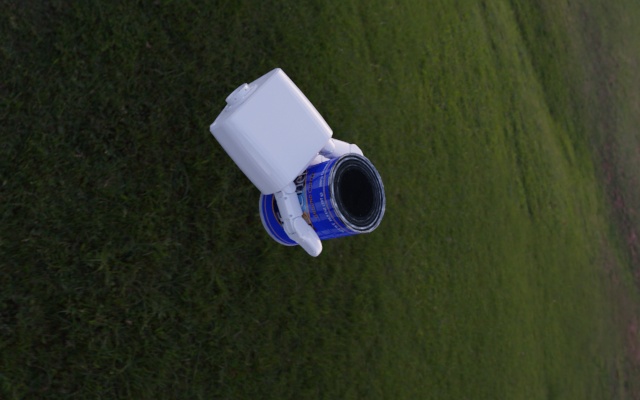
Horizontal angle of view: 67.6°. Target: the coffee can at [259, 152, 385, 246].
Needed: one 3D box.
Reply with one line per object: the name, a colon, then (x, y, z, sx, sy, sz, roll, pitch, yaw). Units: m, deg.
coffee can: (0.000, 0.002, 0.640, 0.103, 0.103, 0.140, 0, -10, -44)
